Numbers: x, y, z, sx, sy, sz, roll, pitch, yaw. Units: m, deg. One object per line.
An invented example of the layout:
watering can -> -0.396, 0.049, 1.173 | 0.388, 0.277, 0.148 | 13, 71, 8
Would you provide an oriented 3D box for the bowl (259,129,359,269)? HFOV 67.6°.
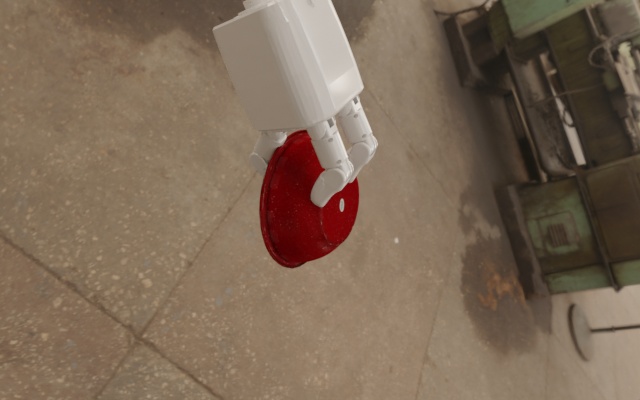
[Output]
bowl -> 0.001, 0.003, 0.543 | 0.055, 0.162, 0.162 | 8, 4, 29
